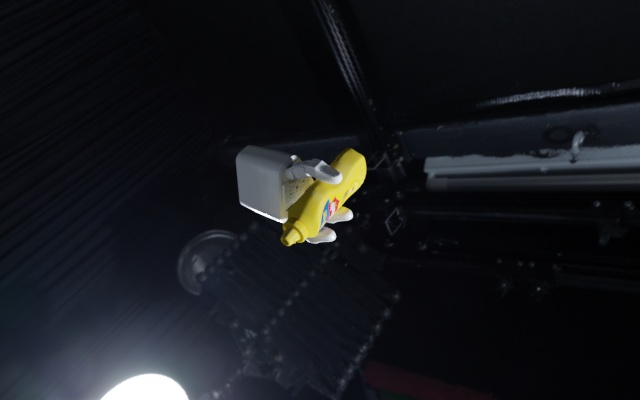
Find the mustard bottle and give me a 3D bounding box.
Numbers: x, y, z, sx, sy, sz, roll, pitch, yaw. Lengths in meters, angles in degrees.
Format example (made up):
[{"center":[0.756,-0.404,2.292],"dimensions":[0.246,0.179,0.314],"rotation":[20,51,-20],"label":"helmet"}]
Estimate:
[{"center":[0.001,0.002,0.766],"dimensions":[0.058,0.191,0.096],"rotation":[34,-34,13],"label":"mustard bottle"}]
